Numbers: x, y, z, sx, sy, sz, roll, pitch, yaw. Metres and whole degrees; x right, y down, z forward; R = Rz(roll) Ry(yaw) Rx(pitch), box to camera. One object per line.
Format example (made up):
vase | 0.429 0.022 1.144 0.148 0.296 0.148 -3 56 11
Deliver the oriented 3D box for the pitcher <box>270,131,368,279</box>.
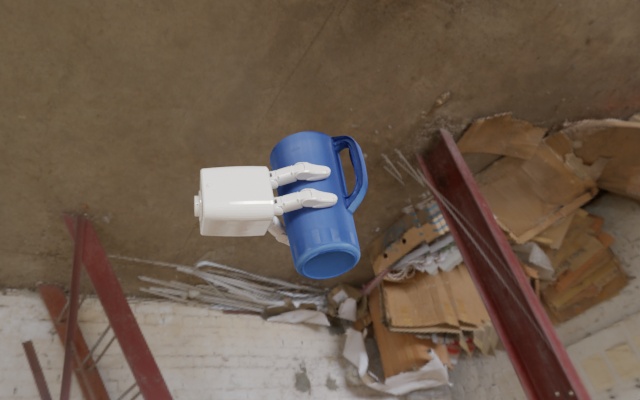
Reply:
pitcher | 0.000 0.003 0.824 0.145 0.242 0.149 1 -38 -18
